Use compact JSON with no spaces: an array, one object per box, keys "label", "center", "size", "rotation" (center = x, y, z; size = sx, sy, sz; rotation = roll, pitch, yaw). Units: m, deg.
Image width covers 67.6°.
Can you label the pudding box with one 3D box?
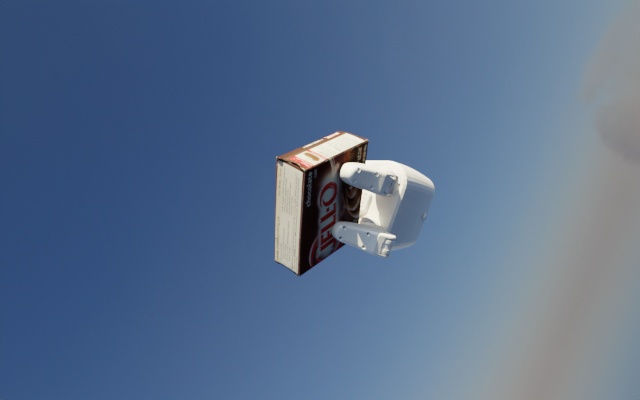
[{"label":"pudding box","center":[0.000,0.001,0.444],"size":[0.039,0.114,0.090],"rotation":[23,36,32]}]
